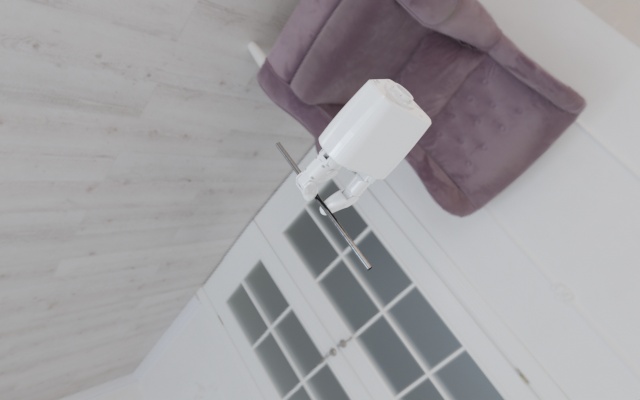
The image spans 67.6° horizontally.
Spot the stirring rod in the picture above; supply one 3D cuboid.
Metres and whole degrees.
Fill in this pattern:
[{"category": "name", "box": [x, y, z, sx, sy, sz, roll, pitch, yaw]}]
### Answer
[{"category": "stirring rod", "box": [0.000, 0.002, 0.685, 0.011, 0.239, 0.011, -30, -24, -15]}]
